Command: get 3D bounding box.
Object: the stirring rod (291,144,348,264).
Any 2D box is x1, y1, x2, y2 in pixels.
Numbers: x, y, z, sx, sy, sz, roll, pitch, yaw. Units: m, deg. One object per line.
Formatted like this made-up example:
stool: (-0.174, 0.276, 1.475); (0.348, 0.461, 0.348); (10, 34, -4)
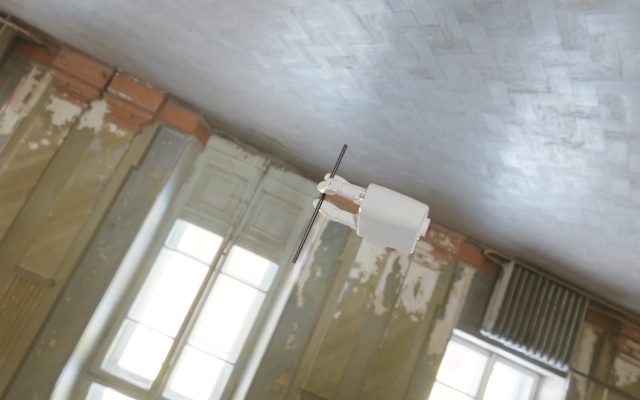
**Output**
stirring rod: (0.000, 0.003, 0.862); (0.011, 0.239, 0.011); (23, -14, 6)
